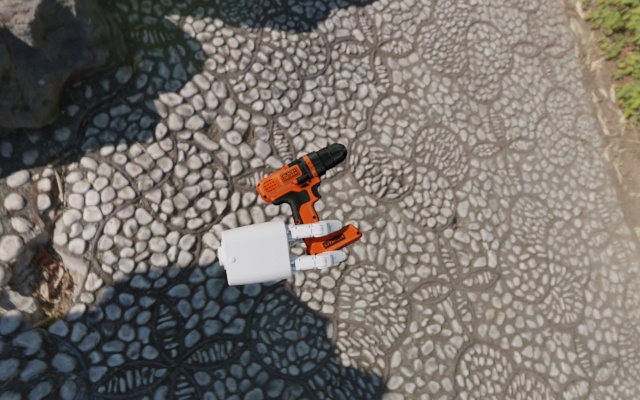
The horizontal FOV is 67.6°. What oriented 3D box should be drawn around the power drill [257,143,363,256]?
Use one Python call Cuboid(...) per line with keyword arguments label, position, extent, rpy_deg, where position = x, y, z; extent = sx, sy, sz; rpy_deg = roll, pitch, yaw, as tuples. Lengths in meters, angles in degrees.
Cuboid(label="power drill", position=(0.000, 0.003, 0.879), extent=(0.184, 0.187, 0.057), rpy_deg=(-29, -13, -4))
